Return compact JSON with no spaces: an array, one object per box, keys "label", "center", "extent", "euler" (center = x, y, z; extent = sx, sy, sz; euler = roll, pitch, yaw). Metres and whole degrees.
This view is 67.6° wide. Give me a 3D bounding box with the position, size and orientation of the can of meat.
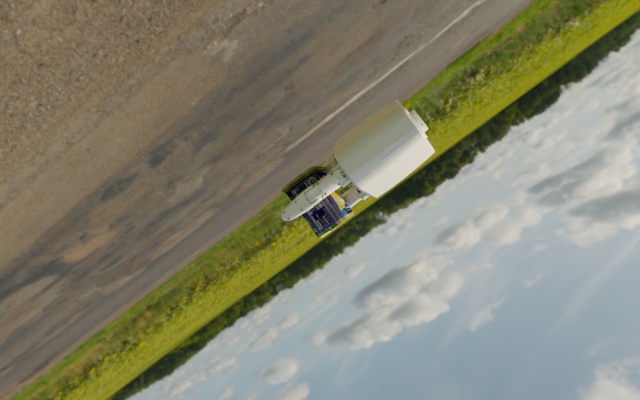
[{"label":"can of meat","center":[0.000,0.002,0.669],"extent":[0.057,0.084,0.102],"euler":[-37,-4,10]}]
